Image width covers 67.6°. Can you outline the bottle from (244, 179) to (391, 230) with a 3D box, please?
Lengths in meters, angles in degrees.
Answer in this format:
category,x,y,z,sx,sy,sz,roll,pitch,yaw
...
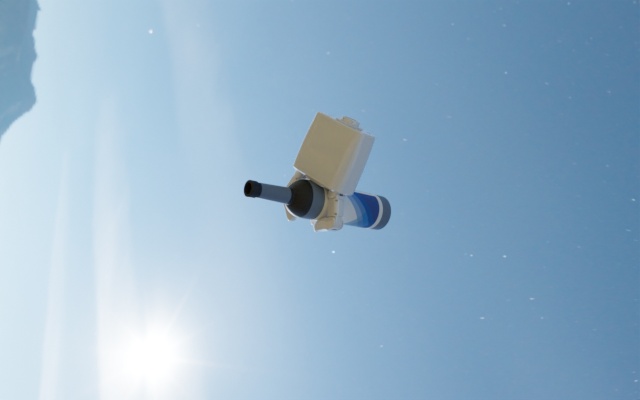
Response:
category,x,y,z,sx,sy,sz,roll,pitch,yaw
bottle,0.000,0.003,0.826,0.296,0.069,0.069,11,-7,-40
